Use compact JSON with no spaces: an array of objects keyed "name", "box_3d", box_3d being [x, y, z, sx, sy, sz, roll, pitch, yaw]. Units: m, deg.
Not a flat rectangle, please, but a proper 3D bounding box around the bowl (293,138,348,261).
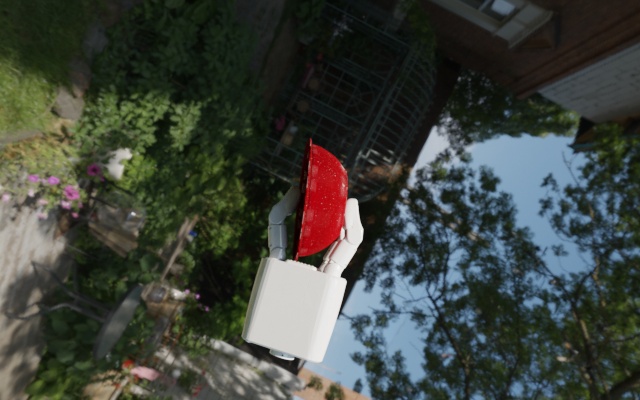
[{"name":"bowl","box_3d":[0.001,0.001,0.623,0.055,0.162,0.162,6,-1,-5]}]
